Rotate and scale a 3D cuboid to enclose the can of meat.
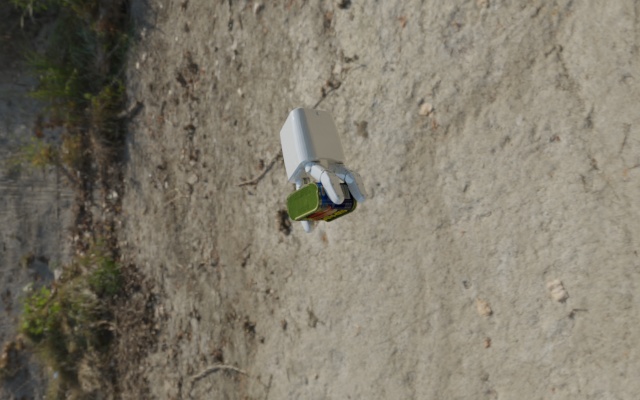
[{"bbox_3d":[0.000,0.003,0.849,0.084,0.057,0.102,0,-18,-38],"label":"can of meat"}]
